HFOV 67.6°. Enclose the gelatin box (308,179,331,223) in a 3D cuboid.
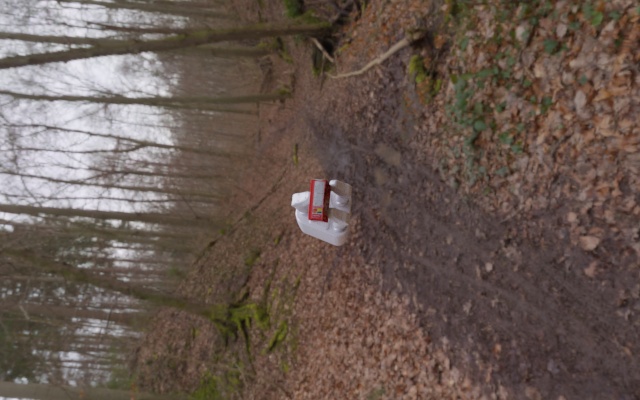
[{"bbox_3d":[0.000,0.003,0.874,0.030,0.073,0.089,5,-5,8],"label":"gelatin box"}]
